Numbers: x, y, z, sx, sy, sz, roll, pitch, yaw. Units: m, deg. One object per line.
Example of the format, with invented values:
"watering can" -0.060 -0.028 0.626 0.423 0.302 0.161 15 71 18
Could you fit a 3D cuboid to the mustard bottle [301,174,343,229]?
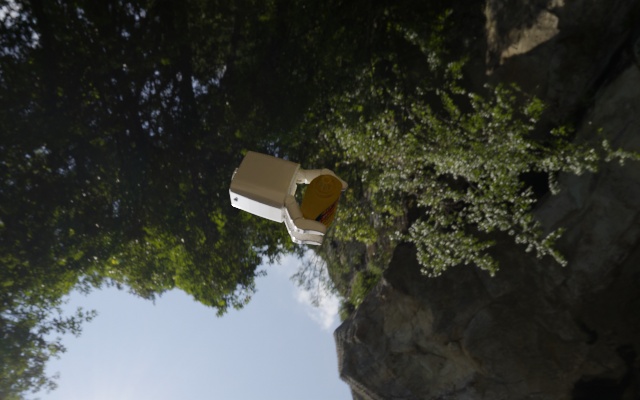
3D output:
"mustard bottle" 0.000 0.003 0.897 0.058 0.096 0.192 39 -23 12
